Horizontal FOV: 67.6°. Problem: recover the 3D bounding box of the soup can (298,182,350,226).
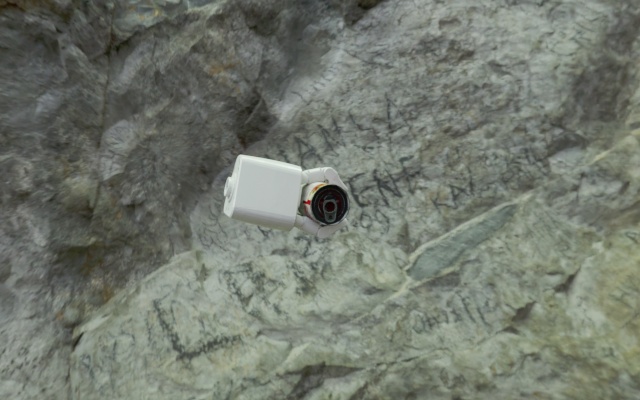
[{"bbox_3d":[0.001,0.003,0.816,0.068,0.068,0.102,0,5,-19],"label":"soup can"}]
